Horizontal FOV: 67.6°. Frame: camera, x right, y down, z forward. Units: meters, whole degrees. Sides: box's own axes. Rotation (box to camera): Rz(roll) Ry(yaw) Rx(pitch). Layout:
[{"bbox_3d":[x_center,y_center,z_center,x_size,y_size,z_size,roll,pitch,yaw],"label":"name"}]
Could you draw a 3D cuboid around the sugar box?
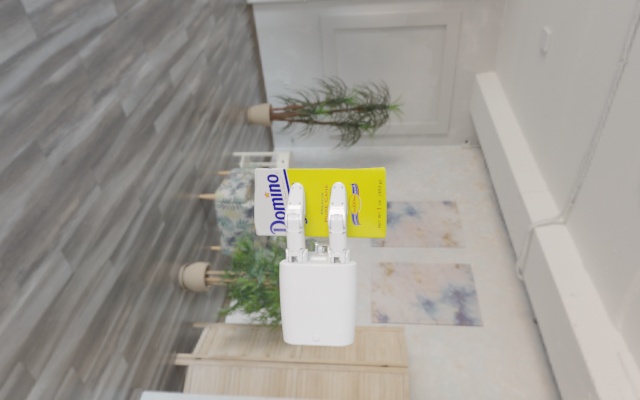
[{"bbox_3d":[0.000,0.002,0.643,0.176,0.093,0.048,0,3,7],"label":"sugar box"}]
